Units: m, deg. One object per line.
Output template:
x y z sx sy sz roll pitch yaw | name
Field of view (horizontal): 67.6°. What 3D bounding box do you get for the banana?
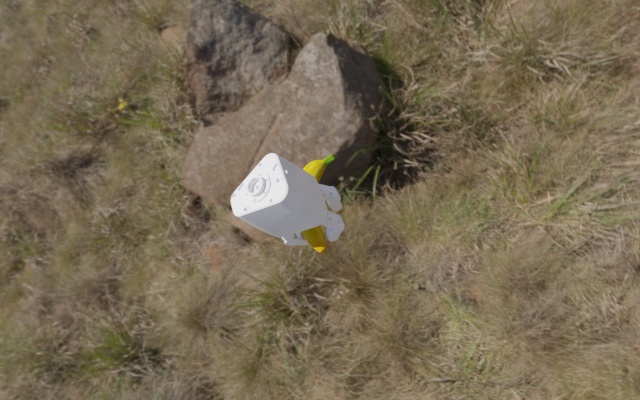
-0.016 0.003 0.878 0.069 0.197 0.037 -10 -27 30 | banana
